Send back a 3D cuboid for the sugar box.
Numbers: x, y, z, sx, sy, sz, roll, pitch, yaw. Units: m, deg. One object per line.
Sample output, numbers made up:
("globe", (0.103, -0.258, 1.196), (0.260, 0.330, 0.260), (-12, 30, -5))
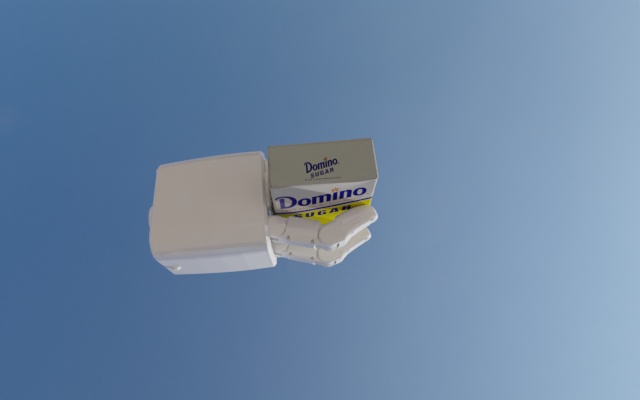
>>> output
("sugar box", (0.000, 0.002, 0.477), (0.093, 0.048, 0.176), (-5, -20, -2))
